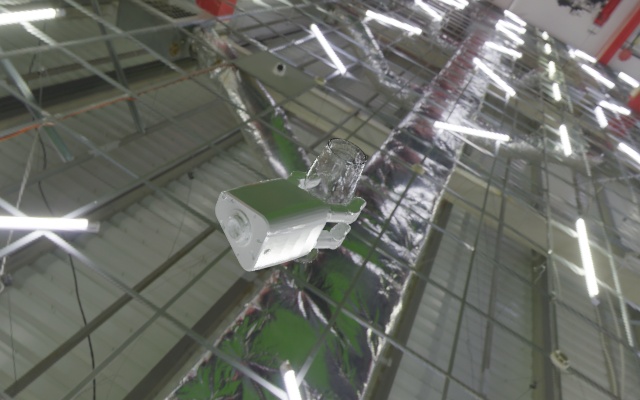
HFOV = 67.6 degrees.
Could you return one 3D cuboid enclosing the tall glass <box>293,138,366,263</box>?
[{"bbox_3d":[0.000,0.003,0.741,0.079,0.201,0.079,19,34,-13],"label":"tall glass"}]
